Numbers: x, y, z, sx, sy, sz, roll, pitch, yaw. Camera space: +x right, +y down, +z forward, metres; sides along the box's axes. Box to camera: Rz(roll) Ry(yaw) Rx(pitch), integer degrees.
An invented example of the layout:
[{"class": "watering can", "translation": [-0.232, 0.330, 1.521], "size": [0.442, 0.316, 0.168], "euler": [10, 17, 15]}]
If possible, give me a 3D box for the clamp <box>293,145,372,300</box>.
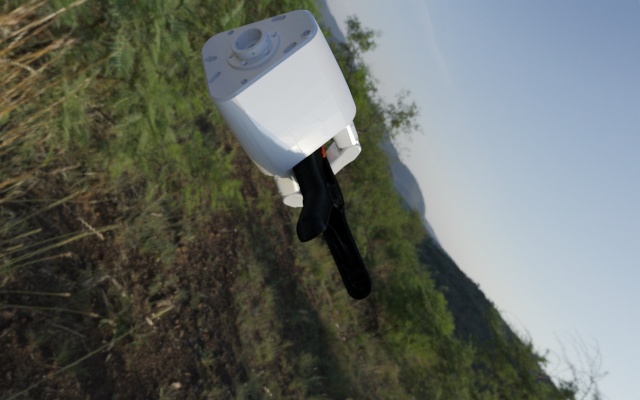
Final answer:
[{"class": "clamp", "translation": [0.001, 0.001, 0.457], "size": [0.039, 0.171, 0.120], "euler": [-24, -36, 7]}]
